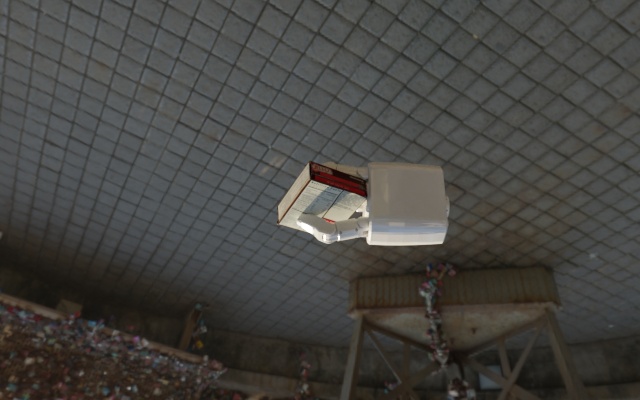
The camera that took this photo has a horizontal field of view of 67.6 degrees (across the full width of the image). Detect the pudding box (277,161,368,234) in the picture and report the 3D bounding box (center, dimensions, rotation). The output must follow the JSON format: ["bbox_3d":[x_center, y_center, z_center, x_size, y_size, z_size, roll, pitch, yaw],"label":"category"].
[{"bbox_3d":[0.000,0.002,0.675,0.090,0.039,0.113,18,-46,-21],"label":"pudding box"}]
